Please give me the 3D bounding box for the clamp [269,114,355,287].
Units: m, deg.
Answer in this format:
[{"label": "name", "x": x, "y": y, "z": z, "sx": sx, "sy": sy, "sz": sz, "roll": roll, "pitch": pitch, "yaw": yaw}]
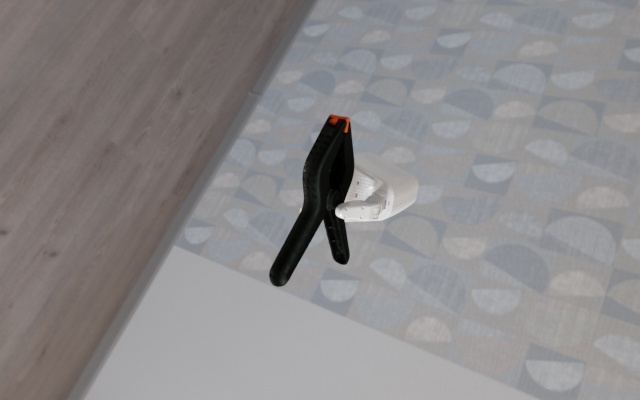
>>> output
[{"label": "clamp", "x": 0.001, "y": 0.002, "z": 0.585, "sx": 0.036, "sy": 0.210, "sz": 0.164, "roll": 15, "pitch": 18, "yaw": 29}]
